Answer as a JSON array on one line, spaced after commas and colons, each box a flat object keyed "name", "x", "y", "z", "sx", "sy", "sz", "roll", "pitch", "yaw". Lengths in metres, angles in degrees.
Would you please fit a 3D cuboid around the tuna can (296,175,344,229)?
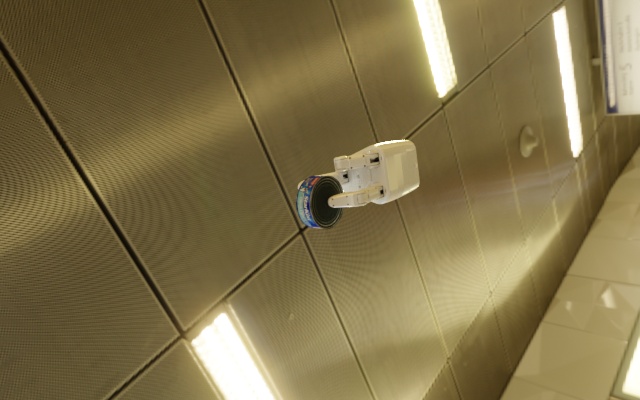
[{"name": "tuna can", "x": 0.000, "y": 0.003, "z": 0.767, "sx": 0.034, "sy": 0.086, "sz": 0.086, "roll": 3, "pitch": 2, "yaw": 40}]
